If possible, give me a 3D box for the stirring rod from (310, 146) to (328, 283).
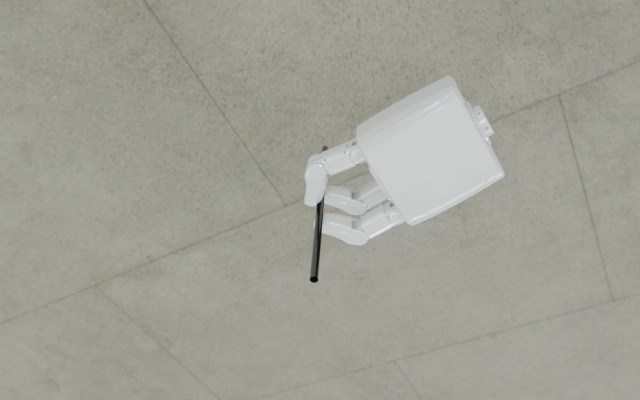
[{"bbox_3d":[0.000,0.002,0.529,0.011,0.011,0.239,0,36,4],"label":"stirring rod"}]
